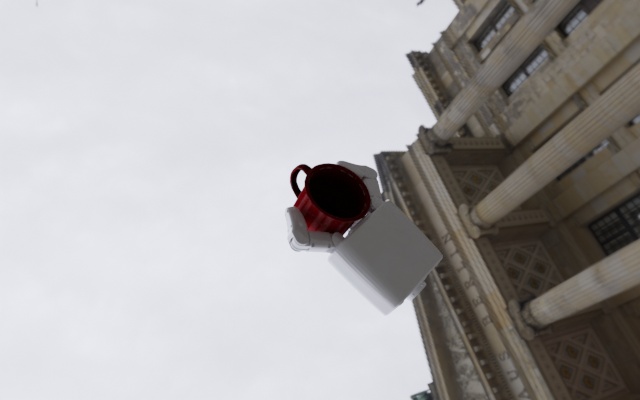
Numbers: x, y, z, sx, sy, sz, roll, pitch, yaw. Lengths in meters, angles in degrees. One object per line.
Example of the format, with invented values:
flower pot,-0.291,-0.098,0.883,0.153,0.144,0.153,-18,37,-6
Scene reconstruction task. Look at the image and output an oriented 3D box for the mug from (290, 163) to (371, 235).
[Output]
mug,-0.001,0.001,0.647,0.093,0.117,0.081,-35,-14,-40
